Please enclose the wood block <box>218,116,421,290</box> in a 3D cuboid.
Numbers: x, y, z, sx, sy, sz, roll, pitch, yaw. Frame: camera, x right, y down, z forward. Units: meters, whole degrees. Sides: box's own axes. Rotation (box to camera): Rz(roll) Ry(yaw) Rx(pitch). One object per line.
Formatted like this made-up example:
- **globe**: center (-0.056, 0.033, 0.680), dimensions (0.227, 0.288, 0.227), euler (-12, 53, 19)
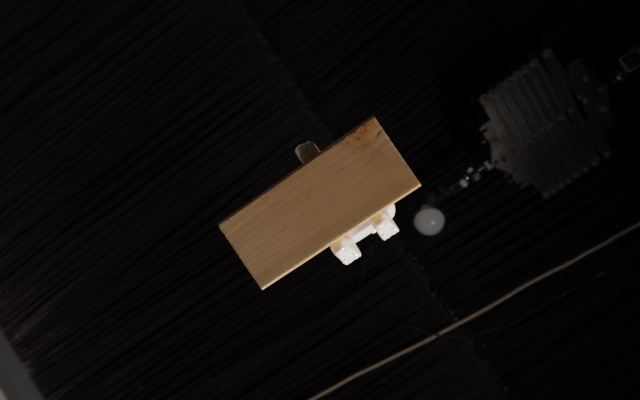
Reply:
- **wood block**: center (0.000, 0.001, 0.549), dimensions (0.206, 0.091, 0.090), euler (-34, 0, 9)
